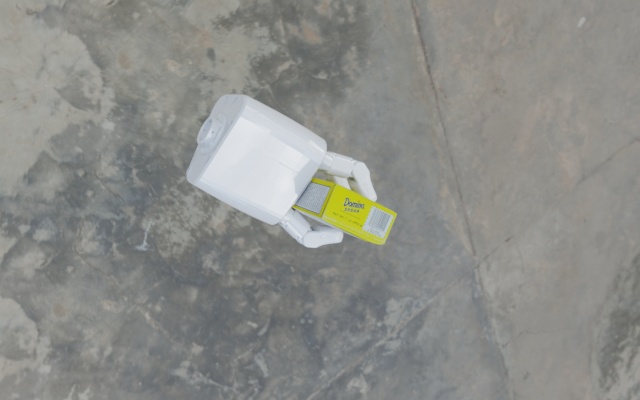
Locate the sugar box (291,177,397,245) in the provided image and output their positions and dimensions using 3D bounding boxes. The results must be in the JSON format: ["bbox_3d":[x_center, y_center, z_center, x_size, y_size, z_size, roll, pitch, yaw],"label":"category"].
[{"bbox_3d":[0.000,0.001,0.577,0.093,0.048,0.176,26,-2,-32],"label":"sugar box"}]
